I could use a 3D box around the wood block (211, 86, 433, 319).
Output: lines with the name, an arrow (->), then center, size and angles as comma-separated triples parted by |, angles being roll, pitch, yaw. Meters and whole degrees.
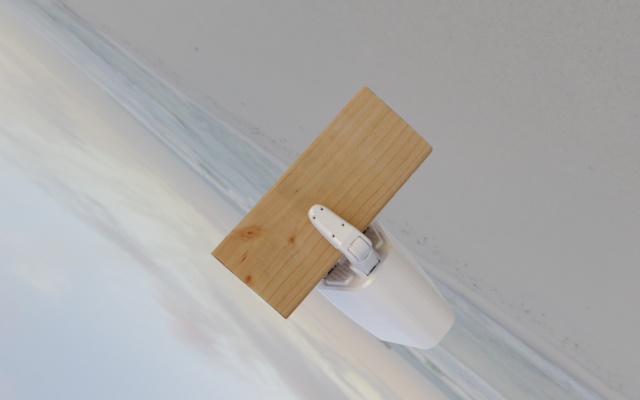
wood block -> 0.000, 0.002, 0.468 | 0.090, 0.206, 0.091 | 42, -8, -3
